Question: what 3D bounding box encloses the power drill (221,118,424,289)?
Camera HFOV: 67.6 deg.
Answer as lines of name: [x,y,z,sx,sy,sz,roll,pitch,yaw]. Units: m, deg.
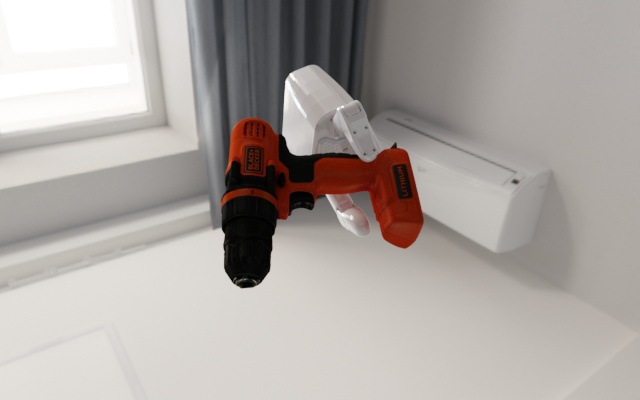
power drill: [0.000,0.001,0.461,0.187,0.184,0.057,6,-36,-13]
